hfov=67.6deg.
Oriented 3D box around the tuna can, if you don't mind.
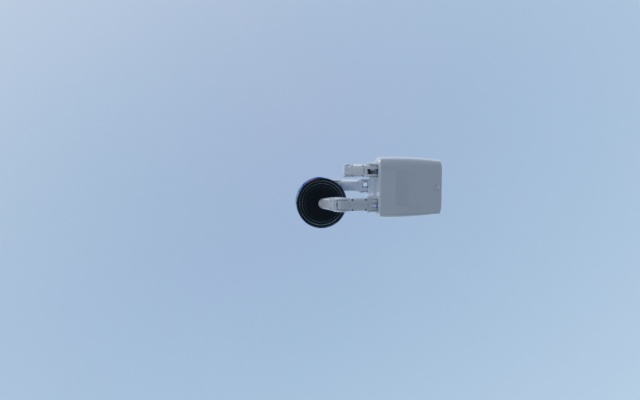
[{"bbox_3d":[0.000,0.003,0.817,0.086,0.086,0.033,0,7,-9],"label":"tuna can"}]
